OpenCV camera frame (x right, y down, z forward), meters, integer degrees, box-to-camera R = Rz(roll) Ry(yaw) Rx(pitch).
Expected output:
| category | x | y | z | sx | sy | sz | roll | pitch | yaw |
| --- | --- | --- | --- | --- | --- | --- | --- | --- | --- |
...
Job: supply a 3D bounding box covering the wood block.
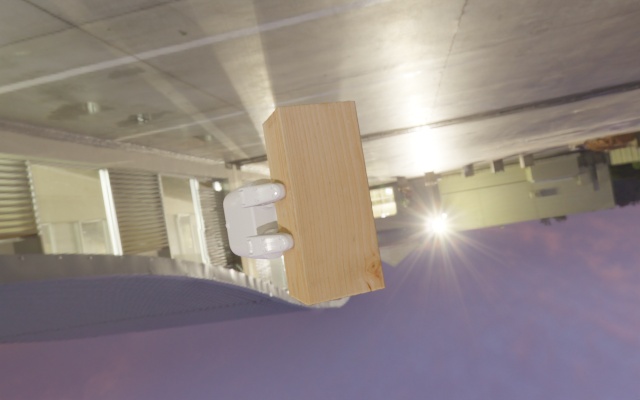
| category | x | y | z | sx | sy | sz | roll | pitch | yaw |
| --- | --- | --- | --- | --- | --- | --- | --- | --- | --- |
| wood block | 0.000 | 0.002 | 0.541 | 0.091 | 0.206 | 0.090 | -9 | -1 | -18 |
